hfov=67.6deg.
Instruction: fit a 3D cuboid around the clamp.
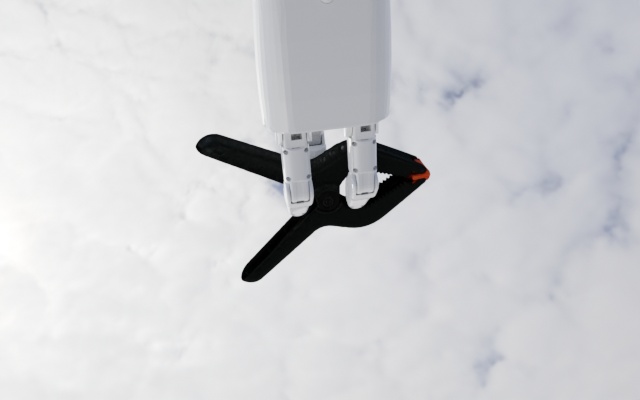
[{"bbox_3d":[0.000,0.001,0.461,0.210,0.165,0.036,-8,34,-8],"label":"clamp"}]
